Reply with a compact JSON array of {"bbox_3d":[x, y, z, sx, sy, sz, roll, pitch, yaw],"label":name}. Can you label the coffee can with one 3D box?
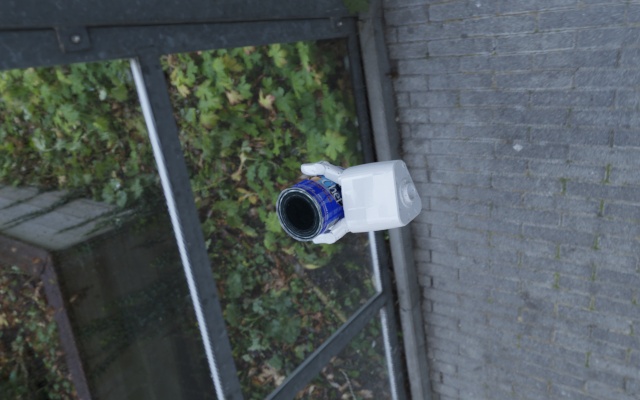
[{"bbox_3d":[0.000,0.003,0.896,0.103,0.103,0.140,0,19,36],"label":"coffee can"}]
